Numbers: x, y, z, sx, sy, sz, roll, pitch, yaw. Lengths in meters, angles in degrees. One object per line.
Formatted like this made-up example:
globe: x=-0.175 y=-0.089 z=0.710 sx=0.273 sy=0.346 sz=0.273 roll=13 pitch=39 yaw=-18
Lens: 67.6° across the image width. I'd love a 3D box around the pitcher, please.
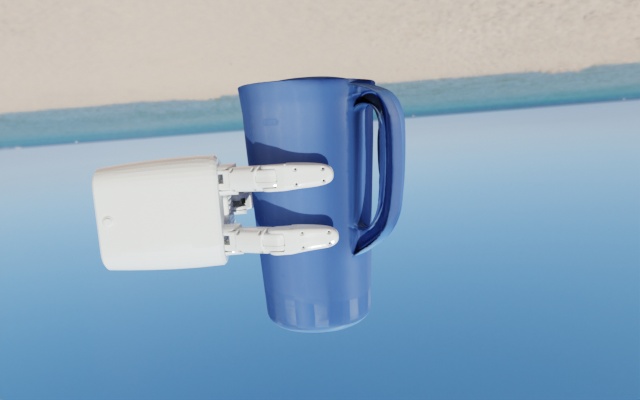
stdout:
pitcher: x=0.000 y=0.002 z=0.473 sx=0.145 sy=0.243 sz=0.149 roll=-4 pitch=9 yaw=-3
